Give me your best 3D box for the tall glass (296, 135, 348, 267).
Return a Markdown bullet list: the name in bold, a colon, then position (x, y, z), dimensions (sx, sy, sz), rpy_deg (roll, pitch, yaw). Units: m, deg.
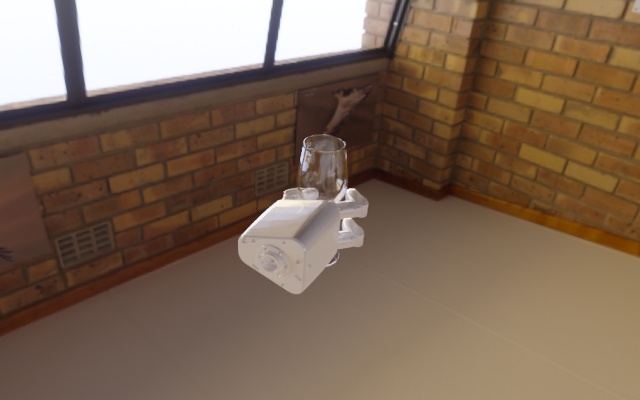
- **tall glass**: position (0.000, 0.003, 0.740), dimensions (0.079, 0.201, 0.079), rpy_deg (3, 30, -2)
